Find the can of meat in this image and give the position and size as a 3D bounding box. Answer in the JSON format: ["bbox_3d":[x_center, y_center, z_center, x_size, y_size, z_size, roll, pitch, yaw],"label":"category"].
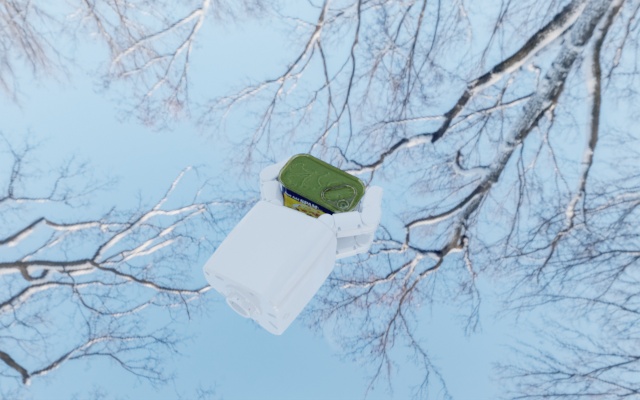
[{"bbox_3d":[0.000,0.002,0.591,0.102,0.057,0.084,27,-33,16],"label":"can of meat"}]
